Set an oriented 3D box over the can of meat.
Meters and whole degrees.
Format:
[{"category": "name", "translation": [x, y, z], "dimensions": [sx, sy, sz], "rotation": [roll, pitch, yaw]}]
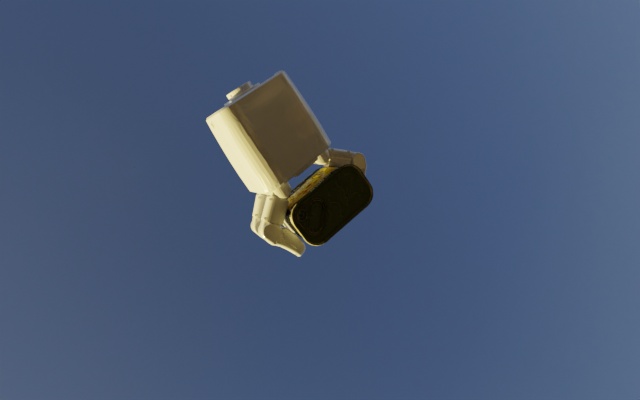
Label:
[{"category": "can of meat", "translation": [0.000, 0.002, 0.578], "dimensions": [0.102, 0.057, 0.084], "rotation": [-41, 17, -14]}]
